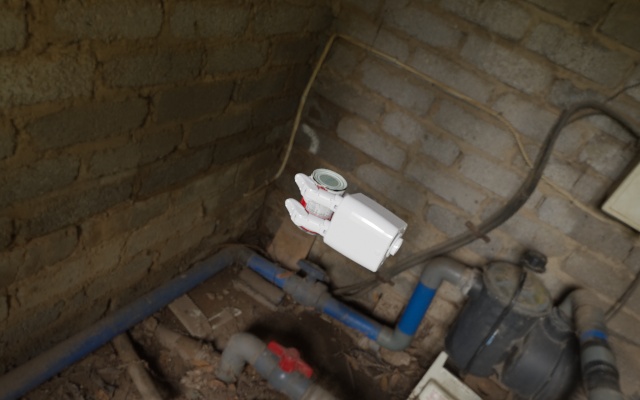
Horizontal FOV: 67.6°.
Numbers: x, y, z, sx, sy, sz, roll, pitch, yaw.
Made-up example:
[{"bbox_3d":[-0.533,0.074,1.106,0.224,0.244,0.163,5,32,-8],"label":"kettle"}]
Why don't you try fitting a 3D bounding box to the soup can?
[{"bbox_3d":[0.000,0.002,0.862,0.068,0.102,0.068,17,31,-10],"label":"soup can"}]
